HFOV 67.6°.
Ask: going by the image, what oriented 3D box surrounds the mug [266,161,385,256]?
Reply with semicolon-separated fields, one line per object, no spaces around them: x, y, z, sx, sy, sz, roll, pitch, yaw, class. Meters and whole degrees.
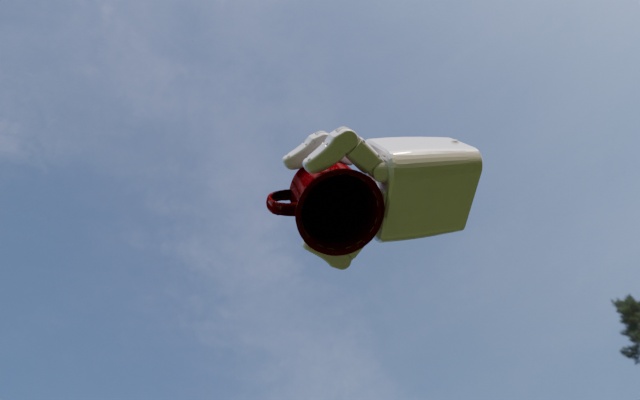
-0.001;0.002;0.513;0.117;0.093;0.081;-3;19;-12;mug
